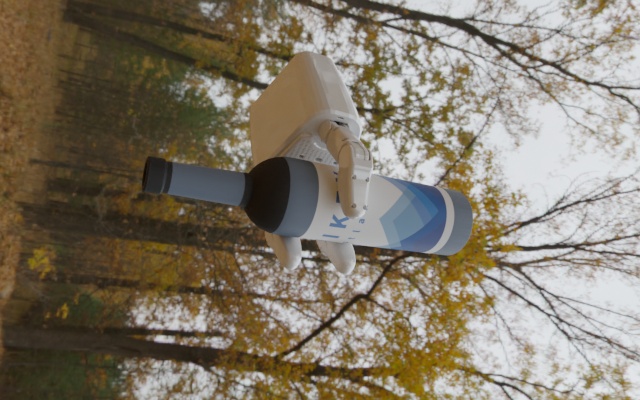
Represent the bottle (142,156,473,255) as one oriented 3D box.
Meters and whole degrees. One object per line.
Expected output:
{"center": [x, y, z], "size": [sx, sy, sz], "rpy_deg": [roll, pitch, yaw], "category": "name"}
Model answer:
{"center": [0.000, 0.001, 0.419], "size": [0.296, 0.069, 0.069], "rpy_deg": [9, -4, -26], "category": "bottle"}
